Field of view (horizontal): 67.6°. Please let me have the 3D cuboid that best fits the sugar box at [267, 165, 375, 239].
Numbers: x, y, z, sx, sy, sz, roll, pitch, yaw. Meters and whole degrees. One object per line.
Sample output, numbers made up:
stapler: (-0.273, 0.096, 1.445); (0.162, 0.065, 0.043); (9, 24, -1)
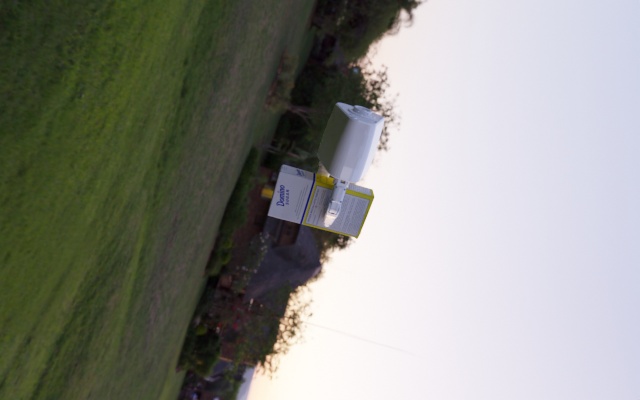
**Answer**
sugar box: (0.000, 0.003, 0.873); (0.176, 0.093, 0.048); (17, 23, -5)
